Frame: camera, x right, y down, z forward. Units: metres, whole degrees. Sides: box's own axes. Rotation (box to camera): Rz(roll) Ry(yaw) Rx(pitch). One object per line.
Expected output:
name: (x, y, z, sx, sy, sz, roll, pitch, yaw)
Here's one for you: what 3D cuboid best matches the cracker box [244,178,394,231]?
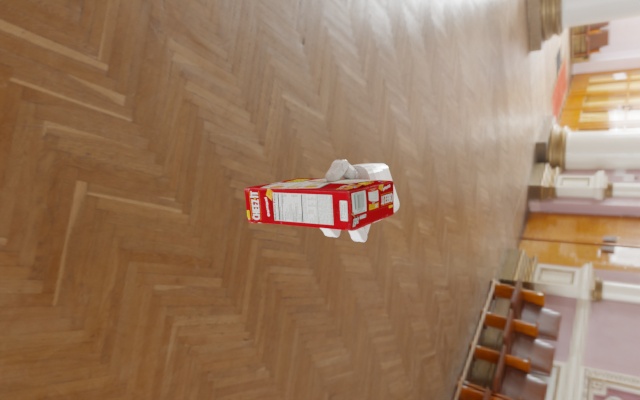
cracker box: (0.000, 0.003, 0.847, 0.213, 0.072, 0.164, 2, 9, 33)
